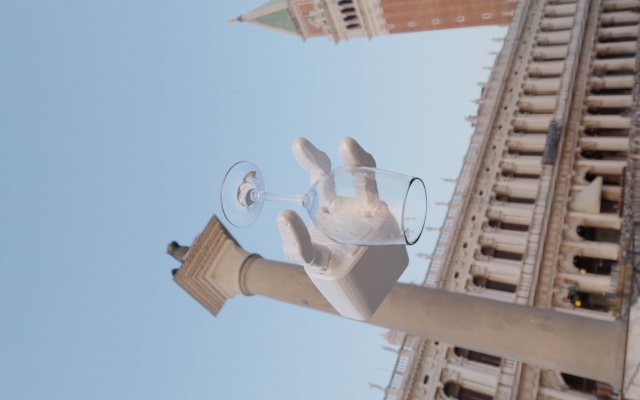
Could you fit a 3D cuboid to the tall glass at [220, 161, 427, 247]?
[{"bbox_3d":[-0.001,0.001,0.477,0.201,0.079,0.079,5,3,31],"label":"tall glass"}]
